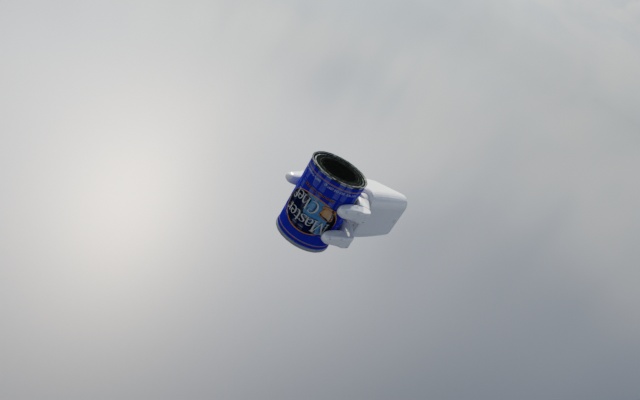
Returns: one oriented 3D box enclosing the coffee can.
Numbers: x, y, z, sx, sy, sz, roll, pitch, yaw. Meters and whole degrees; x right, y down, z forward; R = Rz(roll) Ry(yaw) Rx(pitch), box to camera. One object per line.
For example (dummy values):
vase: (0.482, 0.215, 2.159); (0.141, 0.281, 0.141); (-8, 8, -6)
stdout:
coffee can: (0.000, 0.003, 0.805); (0.103, 0.140, 0.102); (25, 26, -13)
